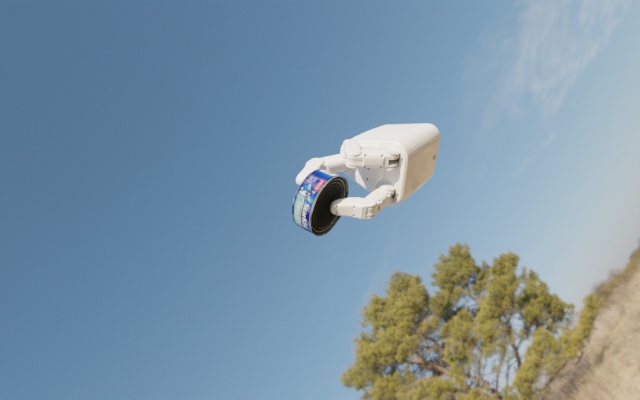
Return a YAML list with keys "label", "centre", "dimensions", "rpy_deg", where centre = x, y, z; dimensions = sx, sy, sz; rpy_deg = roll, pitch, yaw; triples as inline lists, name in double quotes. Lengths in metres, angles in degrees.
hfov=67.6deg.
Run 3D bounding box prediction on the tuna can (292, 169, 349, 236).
- label: "tuna can"
  centre: [0.000, 0.002, 0.638]
  dimensions: [0.033, 0.086, 0.086]
  rpy_deg: [25, 12, 28]
